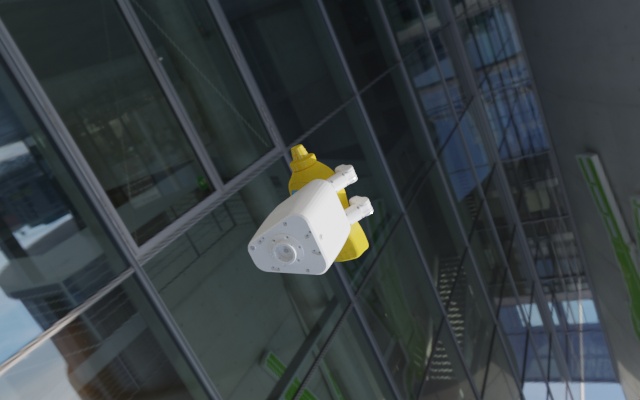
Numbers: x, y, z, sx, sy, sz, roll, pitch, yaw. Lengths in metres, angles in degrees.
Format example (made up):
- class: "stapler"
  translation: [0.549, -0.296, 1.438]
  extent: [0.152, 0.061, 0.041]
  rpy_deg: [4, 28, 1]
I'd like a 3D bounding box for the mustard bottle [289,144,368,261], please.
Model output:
- class: "mustard bottle"
  translation: [0.000, 0.003, 0.750]
  extent: [0.096, 0.192, 0.058]
  rpy_deg: [-5, 26, 48]
